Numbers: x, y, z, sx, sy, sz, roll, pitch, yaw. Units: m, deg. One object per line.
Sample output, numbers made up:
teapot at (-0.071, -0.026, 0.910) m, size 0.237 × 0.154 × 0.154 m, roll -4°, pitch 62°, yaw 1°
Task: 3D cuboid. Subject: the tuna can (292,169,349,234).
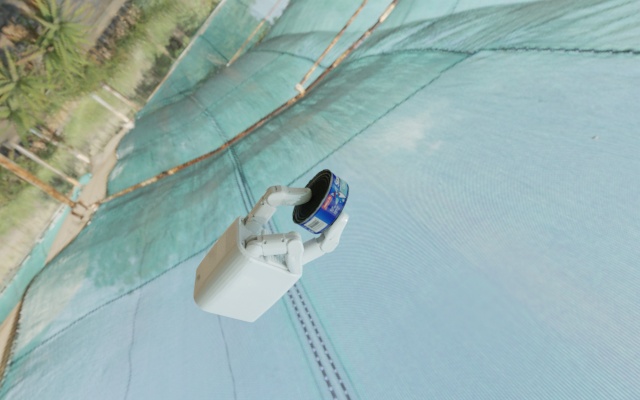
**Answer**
tuna can at (0.001, 0.002, 0.647) m, size 0.034 × 0.086 × 0.086 m, roll 33°, pitch -13°, yaw -22°
